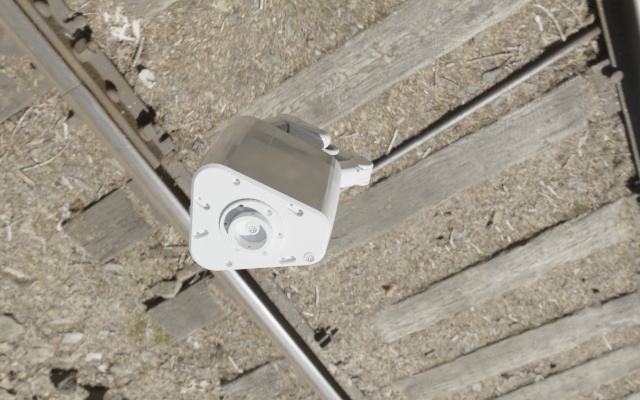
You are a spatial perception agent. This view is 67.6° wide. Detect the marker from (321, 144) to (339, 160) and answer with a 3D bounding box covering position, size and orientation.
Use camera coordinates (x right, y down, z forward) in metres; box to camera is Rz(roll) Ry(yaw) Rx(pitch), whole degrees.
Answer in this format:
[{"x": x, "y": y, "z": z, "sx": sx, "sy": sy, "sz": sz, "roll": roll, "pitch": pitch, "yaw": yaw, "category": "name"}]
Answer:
[{"x": 0.000, "y": 0.002, "z": 0.490, "sx": 0.020, "sy": 0.121, "sz": 0.020, "roll": 7, "pitch": 27, "yaw": -4, "category": "marker"}]
